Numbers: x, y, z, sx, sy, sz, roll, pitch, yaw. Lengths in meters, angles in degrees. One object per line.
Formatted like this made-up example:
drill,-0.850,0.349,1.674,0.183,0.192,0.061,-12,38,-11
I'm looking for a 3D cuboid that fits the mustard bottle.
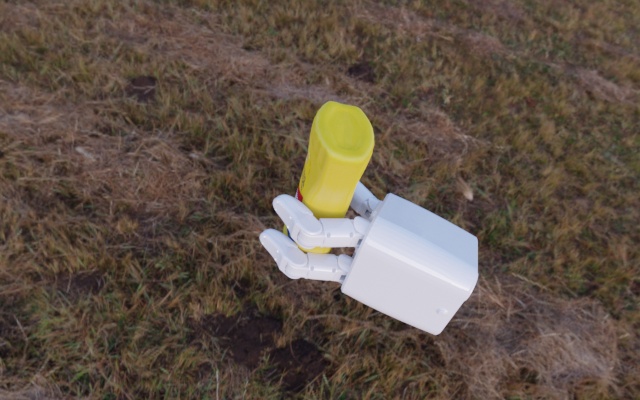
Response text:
mustard bottle,0.000,0.001,0.494,0.058,0.192,0.096,10,41,-10
